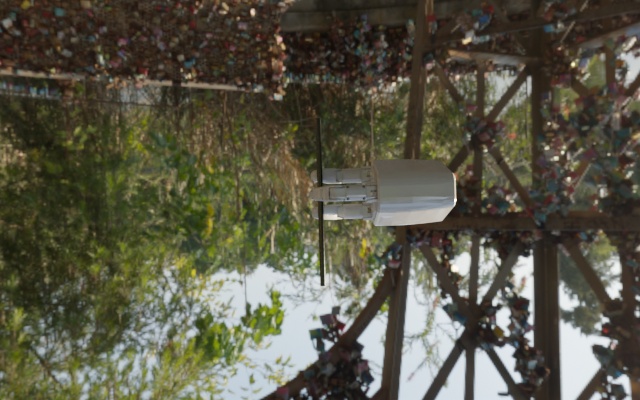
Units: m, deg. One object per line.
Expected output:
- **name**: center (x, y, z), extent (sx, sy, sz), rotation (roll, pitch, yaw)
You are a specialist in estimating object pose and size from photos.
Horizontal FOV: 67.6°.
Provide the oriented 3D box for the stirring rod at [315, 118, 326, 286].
- **stirring rod**: center (0.000, 0.002, 0.685), extent (0.011, 0.239, 0.011), rotation (-2, 0, 0)
